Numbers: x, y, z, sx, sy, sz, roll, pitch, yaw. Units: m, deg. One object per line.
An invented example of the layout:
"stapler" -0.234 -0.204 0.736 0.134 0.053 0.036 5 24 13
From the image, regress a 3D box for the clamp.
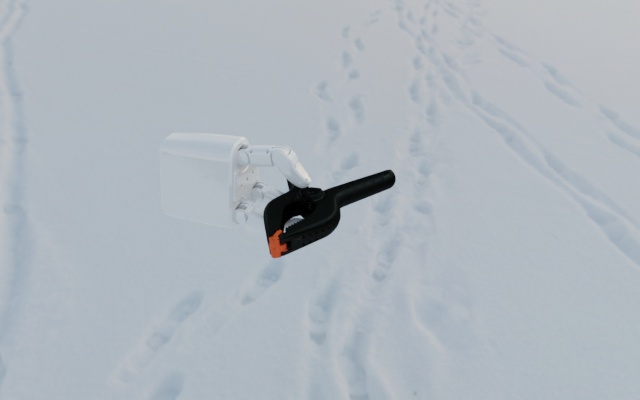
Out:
"clamp" 0.000 0.002 0.599 0.164 0.036 0.210 5 32 17
